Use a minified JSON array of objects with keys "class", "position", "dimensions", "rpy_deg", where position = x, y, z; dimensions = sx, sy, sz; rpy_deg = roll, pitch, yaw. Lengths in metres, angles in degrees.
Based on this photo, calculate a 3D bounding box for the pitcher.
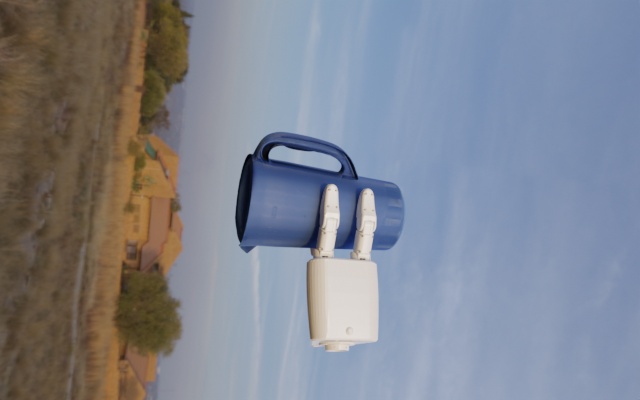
[{"class":"pitcher","position":[0.000,0.003,0.708],"dimensions":[0.243,0.145,0.149],"rpy_deg":[6,-24,-17]}]
